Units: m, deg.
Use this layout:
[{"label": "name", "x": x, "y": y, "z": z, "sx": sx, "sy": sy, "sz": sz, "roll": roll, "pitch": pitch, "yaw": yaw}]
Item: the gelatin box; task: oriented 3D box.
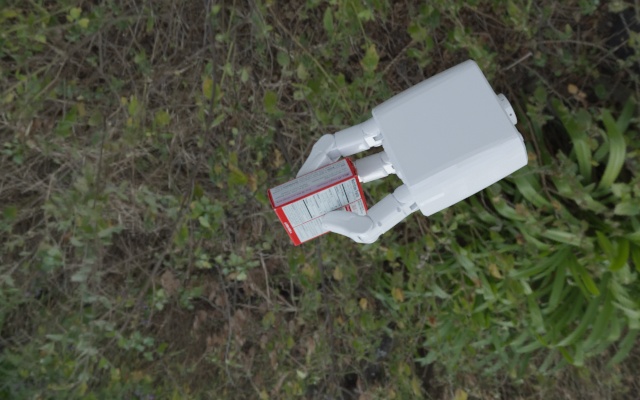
[{"label": "gelatin box", "x": 0.000, "y": 0.002, "z": 0.488, "sx": 0.089, "sy": 0.030, "sz": 0.073, "roll": -23, "pitch": -37, "yaw": 0}]
